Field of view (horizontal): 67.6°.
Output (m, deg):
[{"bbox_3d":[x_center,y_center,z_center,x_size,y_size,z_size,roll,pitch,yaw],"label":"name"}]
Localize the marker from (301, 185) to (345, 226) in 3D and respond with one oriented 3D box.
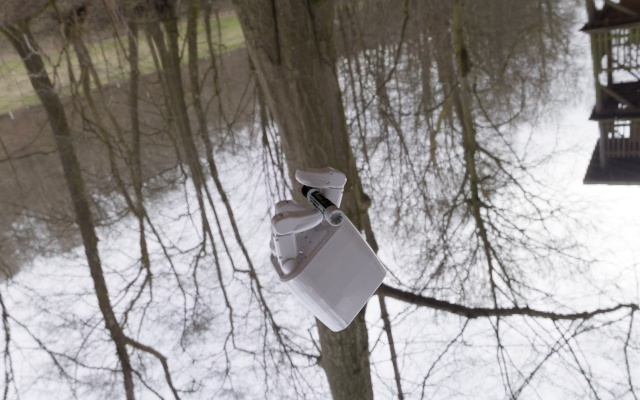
[{"bbox_3d":[0.000,0.002,0.555,0.020,0.020,0.121,0,16,-17],"label":"marker"}]
